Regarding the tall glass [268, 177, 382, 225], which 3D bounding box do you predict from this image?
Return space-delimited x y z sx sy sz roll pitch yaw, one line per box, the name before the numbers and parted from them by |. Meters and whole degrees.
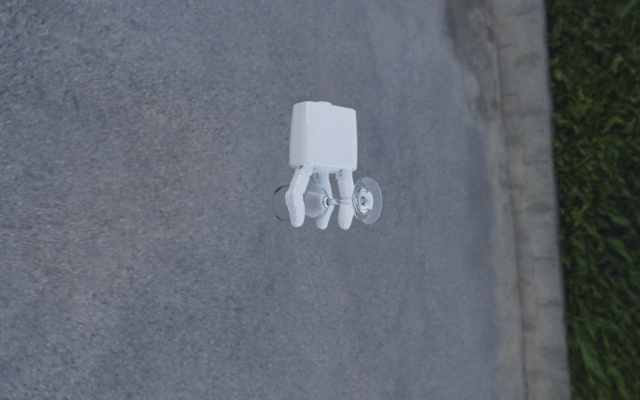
tall glass | 0.001 0.003 0.801 0.201 0.079 0.079 -2 -2 43
